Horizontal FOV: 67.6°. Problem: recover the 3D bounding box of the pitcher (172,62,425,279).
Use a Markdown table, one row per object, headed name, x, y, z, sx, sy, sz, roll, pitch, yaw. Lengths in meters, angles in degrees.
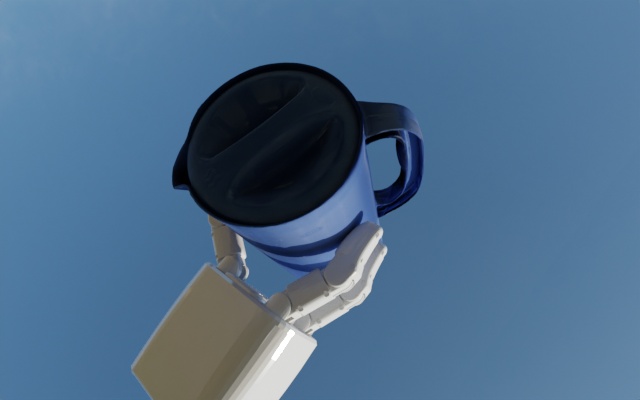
| name | x | y | z | sx | sy | sz | roll | pitch | yaw |
| --- | --- | --- | --- | --- | --- | --- | --- | --- | --- |
| pitcher | 0.000 | 0.002 | 0.430 | 0.149 | 0.145 | 0.243 | 29 | -14 | 24 |
